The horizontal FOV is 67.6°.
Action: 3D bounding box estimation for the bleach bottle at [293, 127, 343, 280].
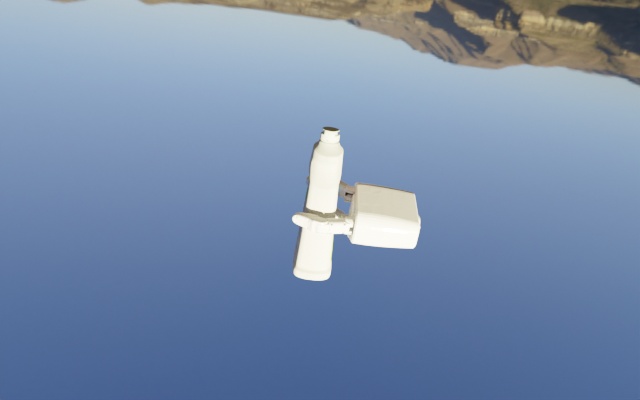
[{"bbox_3d":[0.000,0.003,0.809,0.068,0.251,0.102,7,23,-4],"label":"bleach bottle"}]
